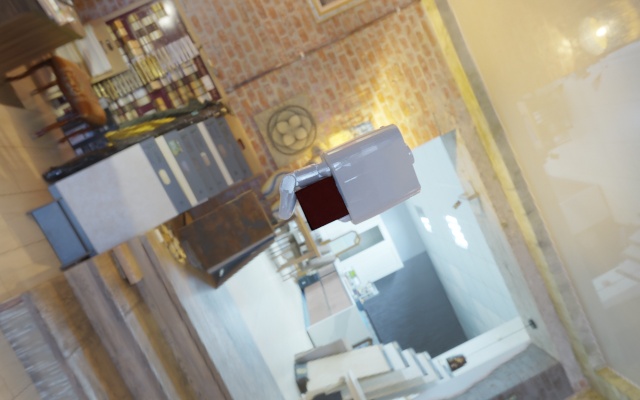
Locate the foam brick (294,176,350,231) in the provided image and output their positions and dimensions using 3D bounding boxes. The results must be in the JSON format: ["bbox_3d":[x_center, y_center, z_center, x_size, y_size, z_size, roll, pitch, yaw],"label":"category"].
[{"bbox_3d":[0.000,0.002,0.609,0.051,0.053,0.078,-24,4,-2],"label":"foam brick"}]
